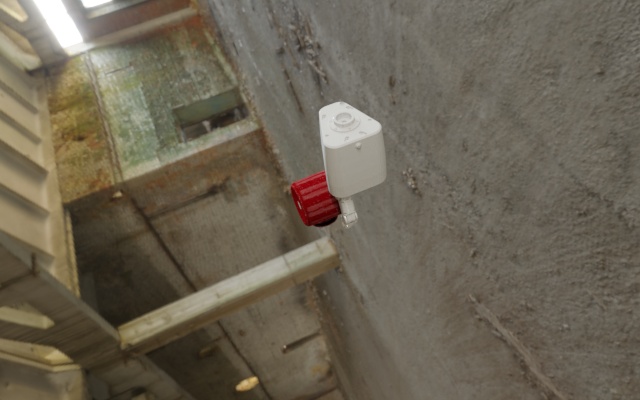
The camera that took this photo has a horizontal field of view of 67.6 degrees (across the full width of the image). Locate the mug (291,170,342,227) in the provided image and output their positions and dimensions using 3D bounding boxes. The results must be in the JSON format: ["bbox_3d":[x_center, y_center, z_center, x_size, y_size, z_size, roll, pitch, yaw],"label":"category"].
[{"bbox_3d":[0.000,0.004,0.845,0.081,0.117,0.093,-21,47,-11],"label":"mug"}]
